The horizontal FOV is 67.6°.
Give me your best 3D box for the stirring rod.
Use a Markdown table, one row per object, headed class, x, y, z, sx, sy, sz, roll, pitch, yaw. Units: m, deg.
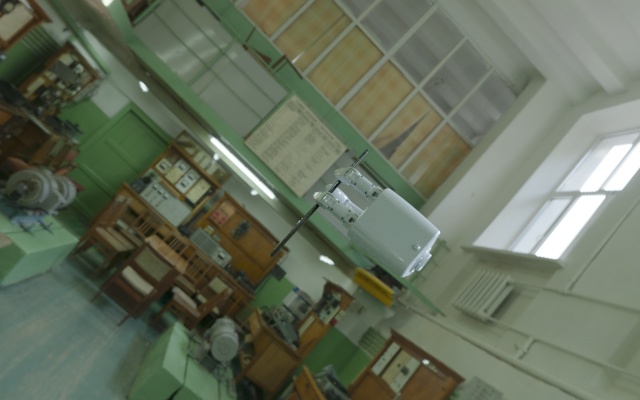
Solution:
| class | x | y | z | sx | sy | sz | roll | pitch | yaw |
| --- | --- | --- | --- | --- | --- | --- | --- | --- | --- |
| stirring rod | 0.000 | 0.003 | 0.787 | 0.011 | 0.239 | 0.011 | 41 | -9 | 8 |
